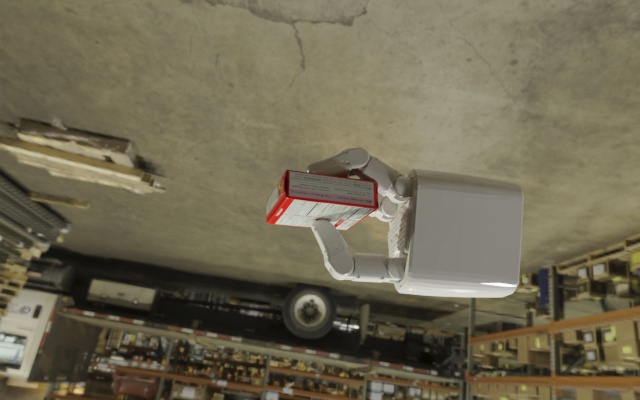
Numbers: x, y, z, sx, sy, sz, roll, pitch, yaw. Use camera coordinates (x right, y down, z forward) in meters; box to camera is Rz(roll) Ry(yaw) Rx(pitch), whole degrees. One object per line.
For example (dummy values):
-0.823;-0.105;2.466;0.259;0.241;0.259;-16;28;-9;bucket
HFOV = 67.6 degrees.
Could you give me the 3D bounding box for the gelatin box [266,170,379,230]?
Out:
0.000;0.002;0.450;0.089;0.030;0.073;6;-21;-18;gelatin box
